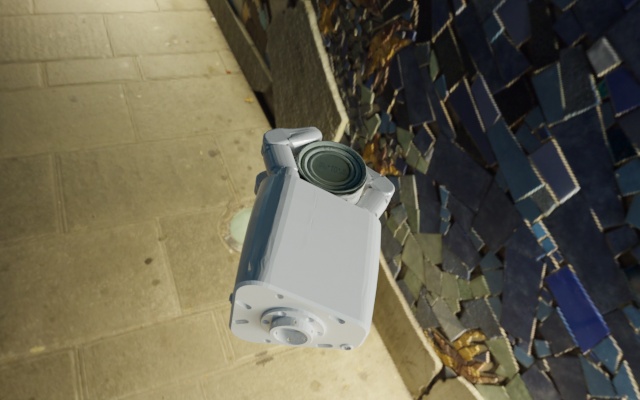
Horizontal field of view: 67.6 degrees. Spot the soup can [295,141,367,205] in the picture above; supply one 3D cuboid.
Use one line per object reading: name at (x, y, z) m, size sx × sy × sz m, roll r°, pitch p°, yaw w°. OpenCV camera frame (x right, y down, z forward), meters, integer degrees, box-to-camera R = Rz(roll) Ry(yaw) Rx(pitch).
soup can at (0.000, 0.001, 0.460) m, size 0.068 × 0.068 × 0.102 m, roll 0°, pitch -40°, yaw -15°
